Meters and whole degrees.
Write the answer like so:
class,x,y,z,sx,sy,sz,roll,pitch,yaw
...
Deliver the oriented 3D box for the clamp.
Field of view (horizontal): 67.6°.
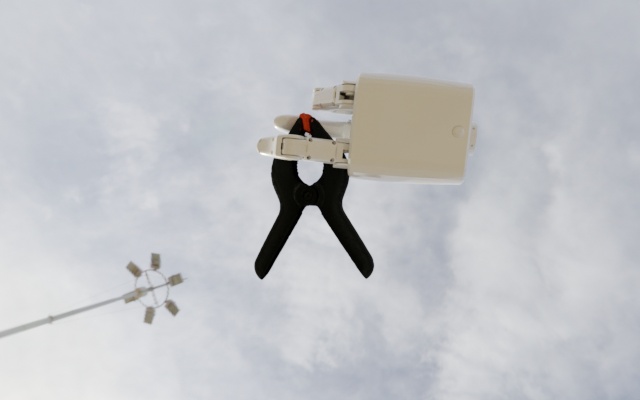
class,x,y,z,sx,sy,sz,roll,pitch,yaw
clamp,0.000,0.001,0.479,0.120,0.171,0.039,6,4,2
